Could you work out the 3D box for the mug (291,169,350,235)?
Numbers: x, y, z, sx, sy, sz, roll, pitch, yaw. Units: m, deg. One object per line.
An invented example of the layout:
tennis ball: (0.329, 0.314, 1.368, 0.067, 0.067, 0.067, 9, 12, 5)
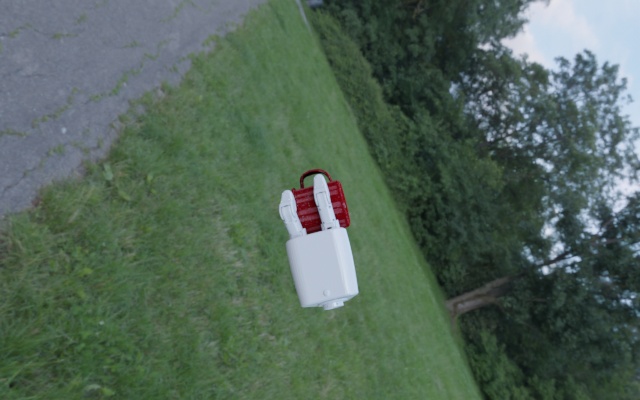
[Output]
mug: (0.000, 0.001, 0.809, 0.081, 0.117, 0.093, -14, -16, 6)
